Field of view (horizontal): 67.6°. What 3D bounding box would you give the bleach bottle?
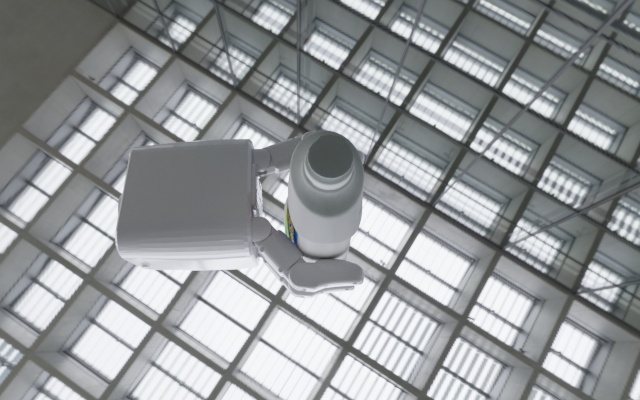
[{"bbox_3d":[0.000,0.001,0.409,0.068,0.102,0.251,-3,-17,-3],"label":"bleach bottle"}]
